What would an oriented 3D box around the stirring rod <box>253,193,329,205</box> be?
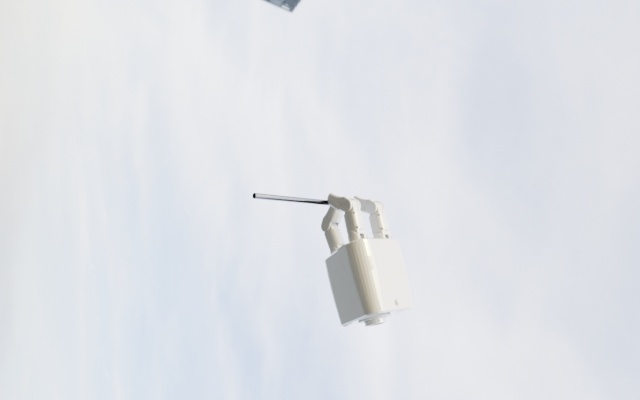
[{"bbox_3d":[0.000,0.002,0.725,0.239,0.011,0.011,6,-4,-41],"label":"stirring rod"}]
